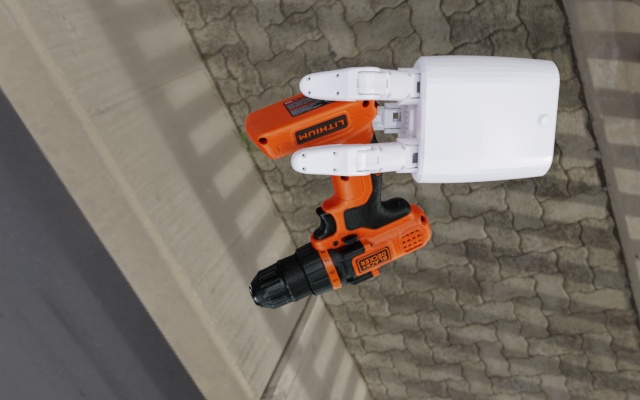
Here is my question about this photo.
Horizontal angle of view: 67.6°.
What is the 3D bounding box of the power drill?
[{"bbox_3d":[0.000,0.001,0.425,0.184,0.188,0.057,-24,35,-7],"label":"power drill"}]
